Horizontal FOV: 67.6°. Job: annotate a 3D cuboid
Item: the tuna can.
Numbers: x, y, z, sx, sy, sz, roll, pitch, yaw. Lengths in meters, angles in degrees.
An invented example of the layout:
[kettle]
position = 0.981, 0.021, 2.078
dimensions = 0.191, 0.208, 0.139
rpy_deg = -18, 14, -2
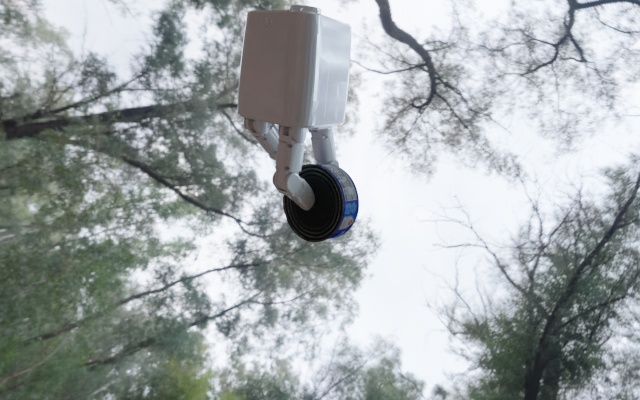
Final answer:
[tuna can]
position = 0.000, 0.002, 0.531
dimensions = 0.086, 0.086, 0.034
rpy_deg = 0, 5, 39
